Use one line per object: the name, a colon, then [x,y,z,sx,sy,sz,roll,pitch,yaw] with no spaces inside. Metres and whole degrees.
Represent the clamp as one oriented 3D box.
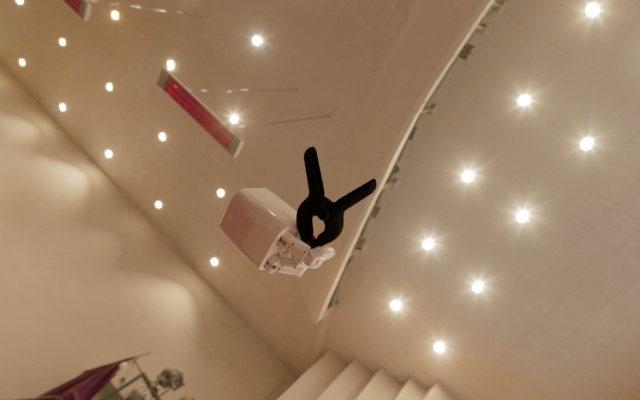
clamp: [0.000,0.002,0.747,0.120,0.171,0.039,39,30,14]
